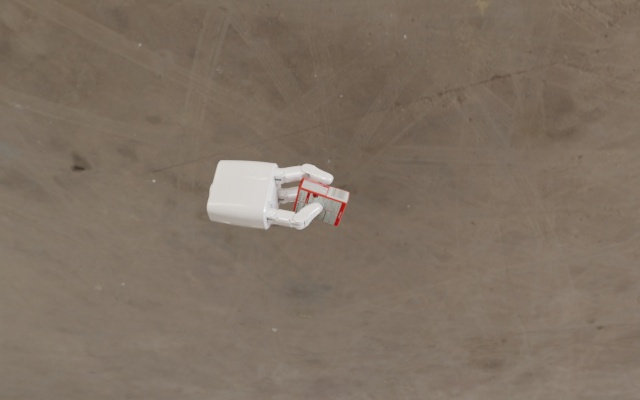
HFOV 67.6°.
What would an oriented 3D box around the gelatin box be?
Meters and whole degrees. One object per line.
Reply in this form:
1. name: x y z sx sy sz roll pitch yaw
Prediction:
1. gelatin box: 0.000 0.003 0.852 0.089 0.030 0.073 18 -39 1
